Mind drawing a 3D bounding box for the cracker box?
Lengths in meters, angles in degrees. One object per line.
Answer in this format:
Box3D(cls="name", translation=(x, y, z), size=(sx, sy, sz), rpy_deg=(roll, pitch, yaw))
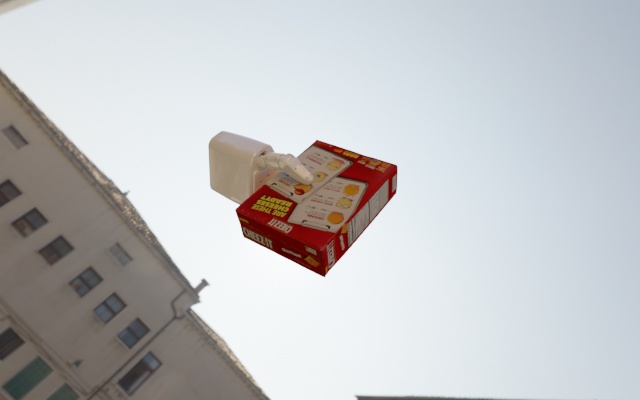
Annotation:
Box3D(cls="cracker box", translation=(0.000, 0.002, 0.759), size=(0.164, 0.072, 0.213), rpy_deg=(22, 50, 29))
